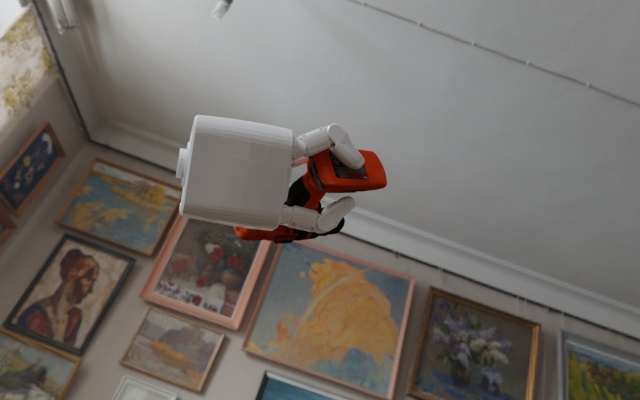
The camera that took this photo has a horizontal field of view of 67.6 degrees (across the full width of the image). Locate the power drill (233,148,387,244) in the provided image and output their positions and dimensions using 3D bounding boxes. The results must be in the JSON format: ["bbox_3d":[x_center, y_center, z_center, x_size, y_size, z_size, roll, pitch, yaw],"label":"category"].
[{"bbox_3d":[0.000,0.002,0.639,0.184,0.057,0.188,-2,-27,-40],"label":"power drill"}]
